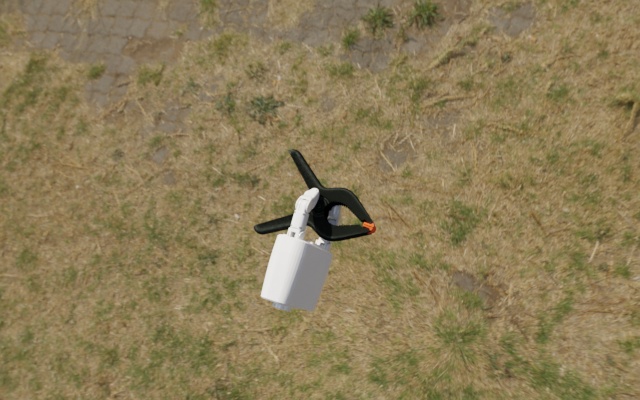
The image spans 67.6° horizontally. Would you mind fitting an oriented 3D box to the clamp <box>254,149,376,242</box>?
[{"bbox_3d":[0.000,0.003,0.827,0.210,0.164,0.036,14,-9,19],"label":"clamp"}]
